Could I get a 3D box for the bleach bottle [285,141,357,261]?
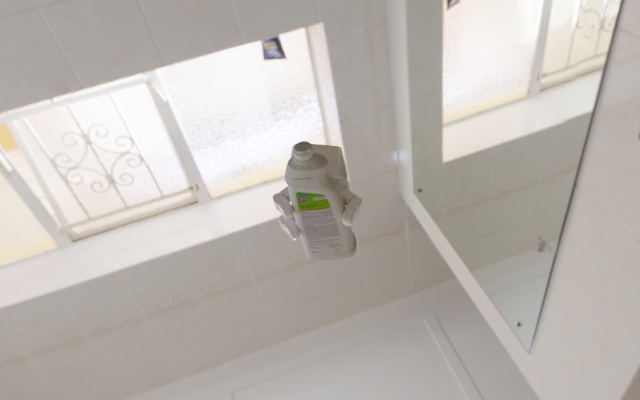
[{"bbox_3d":[0.000,0.003,0.842,0.102,0.251,0.068,-8,43,5],"label":"bleach bottle"}]
